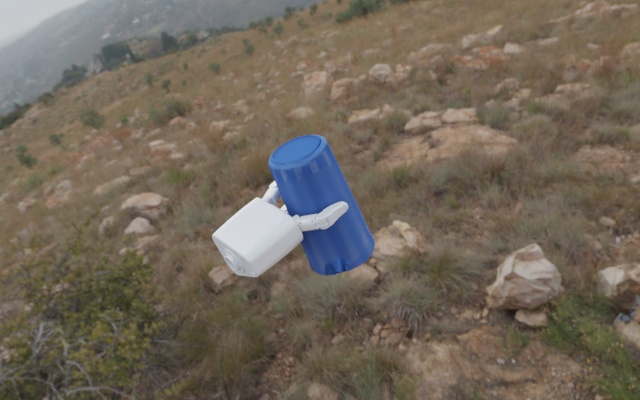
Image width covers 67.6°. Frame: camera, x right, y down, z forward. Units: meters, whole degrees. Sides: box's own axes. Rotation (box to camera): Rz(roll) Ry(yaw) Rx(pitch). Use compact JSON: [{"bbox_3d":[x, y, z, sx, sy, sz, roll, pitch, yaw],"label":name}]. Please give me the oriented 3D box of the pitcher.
[{"bbox_3d":[0.000,0.003,0.872,0.145,0.243,0.149,-41,34,-27],"label":"pitcher"}]
